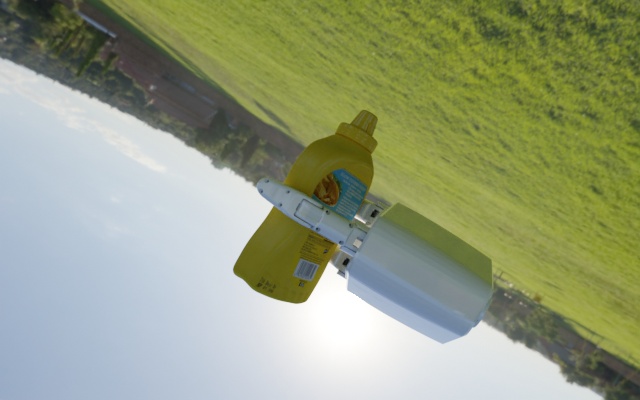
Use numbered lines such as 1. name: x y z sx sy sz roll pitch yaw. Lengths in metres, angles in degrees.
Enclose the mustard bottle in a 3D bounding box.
1. mustard bottle: 0.000 0.002 0.451 0.058 0.191 0.096 30 0 37
